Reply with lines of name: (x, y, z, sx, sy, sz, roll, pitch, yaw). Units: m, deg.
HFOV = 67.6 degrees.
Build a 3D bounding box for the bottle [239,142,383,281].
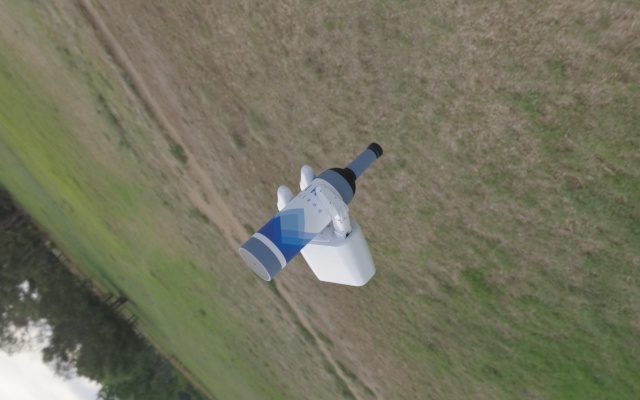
bottle: (0.000, 0.003, 0.763, 0.295, 0.069, 0.069, -43, 21, -24)
